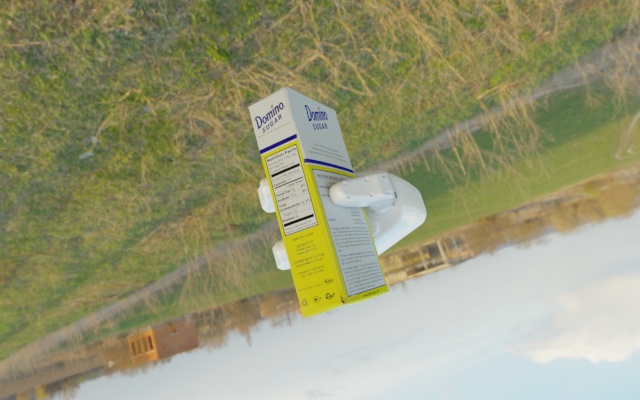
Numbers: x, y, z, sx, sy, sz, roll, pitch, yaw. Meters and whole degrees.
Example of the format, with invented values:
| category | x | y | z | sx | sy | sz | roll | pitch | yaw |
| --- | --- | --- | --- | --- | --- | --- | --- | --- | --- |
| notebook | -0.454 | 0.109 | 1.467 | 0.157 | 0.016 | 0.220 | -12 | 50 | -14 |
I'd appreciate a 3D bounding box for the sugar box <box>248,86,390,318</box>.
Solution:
| category | x | y | z | sx | sy | sz | roll | pitch | yaw |
| --- | --- | --- | --- | --- | --- | --- | --- | --- | --- |
| sugar box | 0.000 | 0.002 | 0.402 | 0.048 | 0.176 | 0.093 | -23 | -14 | 24 |
